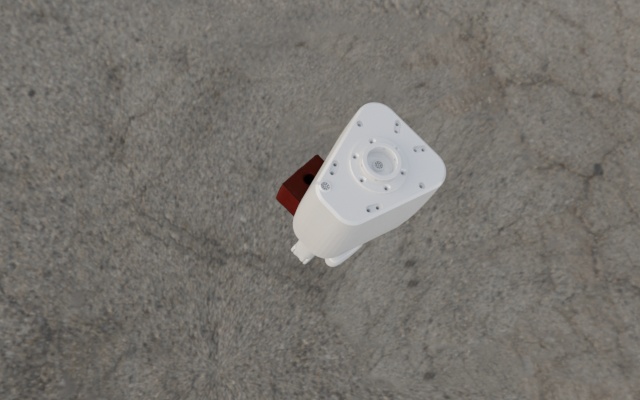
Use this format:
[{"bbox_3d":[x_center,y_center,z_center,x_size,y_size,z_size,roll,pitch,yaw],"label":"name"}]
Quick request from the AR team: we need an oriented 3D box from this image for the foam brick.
[{"bbox_3d":[0.000,0.002,0.501,0.053,0.078,0.051,-42,-7,-21],"label":"foam brick"}]
